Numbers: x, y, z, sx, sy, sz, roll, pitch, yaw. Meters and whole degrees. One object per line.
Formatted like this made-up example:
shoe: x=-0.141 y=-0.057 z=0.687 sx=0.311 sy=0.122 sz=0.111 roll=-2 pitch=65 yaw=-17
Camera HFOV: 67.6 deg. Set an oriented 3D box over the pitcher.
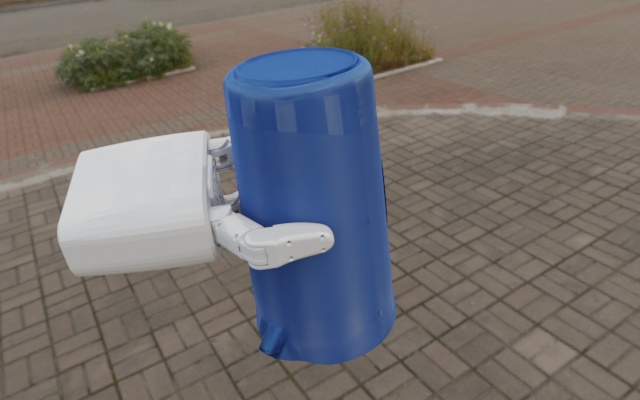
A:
pitcher: x=0.000 y=0.001 z=0.406 sx=0.145 sy=0.243 sz=0.149 roll=-8 pitch=30 yaw=-4
